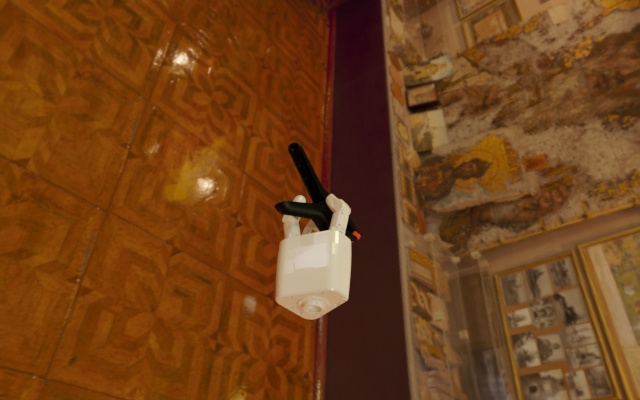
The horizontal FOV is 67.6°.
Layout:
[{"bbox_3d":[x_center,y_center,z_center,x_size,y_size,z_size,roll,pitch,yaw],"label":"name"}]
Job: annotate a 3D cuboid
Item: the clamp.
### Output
[{"bbox_3d":[0.001,0.003,0.848,0.036,0.164,0.210,-25,-47,30],"label":"clamp"}]
